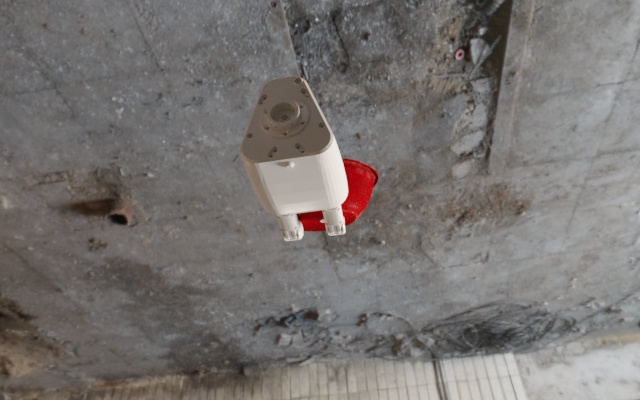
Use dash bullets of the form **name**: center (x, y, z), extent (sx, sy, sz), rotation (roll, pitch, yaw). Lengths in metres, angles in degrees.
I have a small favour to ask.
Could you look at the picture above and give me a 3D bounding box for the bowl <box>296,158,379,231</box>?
- **bowl**: center (0.001, 0.003, 0.636), extent (0.162, 0.055, 0.162), rotation (-5, -20, -2)
